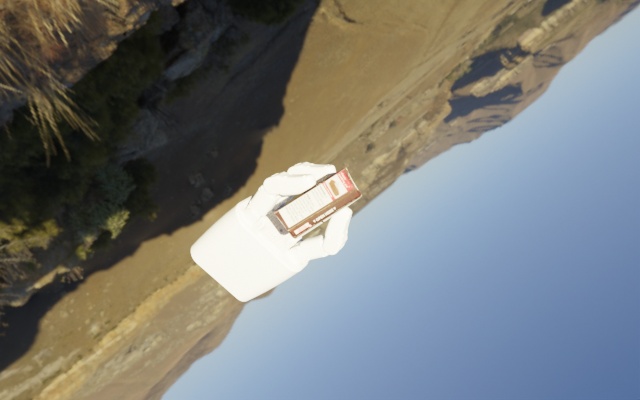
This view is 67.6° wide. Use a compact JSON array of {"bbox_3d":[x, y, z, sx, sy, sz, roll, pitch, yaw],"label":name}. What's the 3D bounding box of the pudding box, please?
[{"bbox_3d":[0.000,0.002,0.546,0.090,0.039,0.113,-33,2,3],"label":"pudding box"}]
